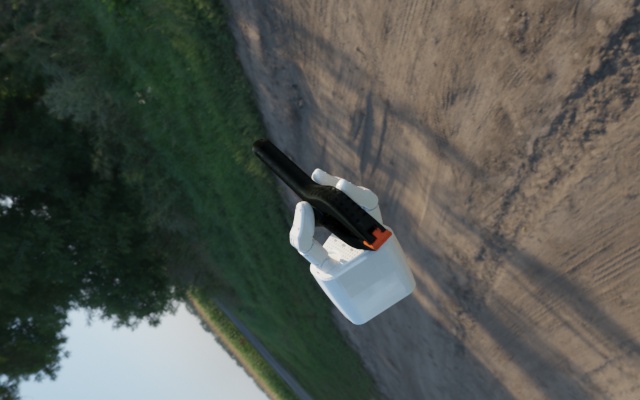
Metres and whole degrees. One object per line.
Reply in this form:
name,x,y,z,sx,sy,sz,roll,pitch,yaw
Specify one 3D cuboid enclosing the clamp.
clamp,0.000,0.003,0.588,0.036,0.165,0.210,-45,35,-15
